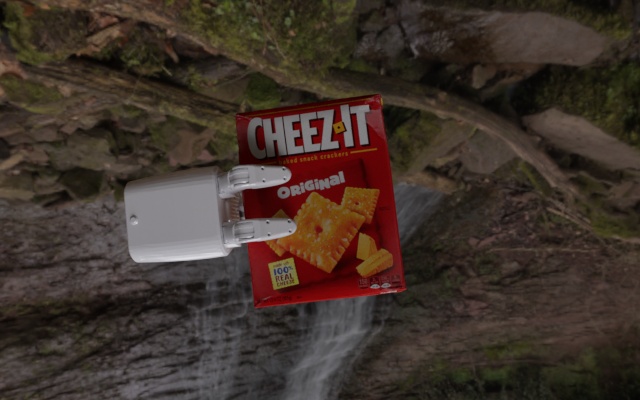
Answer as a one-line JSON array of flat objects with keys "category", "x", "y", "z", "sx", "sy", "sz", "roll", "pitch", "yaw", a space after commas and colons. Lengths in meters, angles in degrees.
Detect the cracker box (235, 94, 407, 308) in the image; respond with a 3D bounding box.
[{"category": "cracker box", "x": 0.000, "y": 0.002, "z": 0.531, "sx": 0.164, "sy": 0.213, "sz": 0.072, "roll": -7, "pitch": -5, "yaw": 5}]
